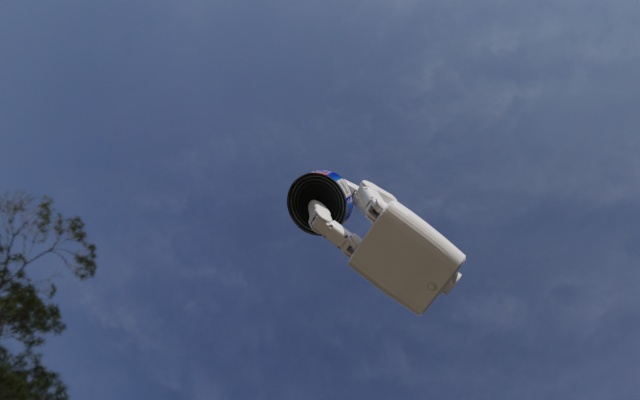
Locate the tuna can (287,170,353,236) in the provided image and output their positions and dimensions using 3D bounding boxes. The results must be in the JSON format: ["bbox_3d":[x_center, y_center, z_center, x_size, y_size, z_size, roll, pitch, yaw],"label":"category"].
[{"bbox_3d":[0.000,0.002,0.646,0.086,0.086,0.033,0,12,23],"label":"tuna can"}]
